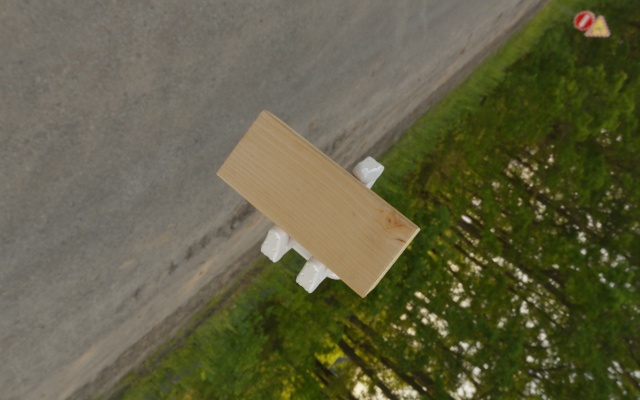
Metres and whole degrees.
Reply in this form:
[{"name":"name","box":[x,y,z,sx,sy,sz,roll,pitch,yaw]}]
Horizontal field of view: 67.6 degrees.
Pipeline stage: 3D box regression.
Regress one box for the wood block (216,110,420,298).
[{"name":"wood block","box":[0.000,0.002,0.533,0.206,0.091,0.090,39,6,13]}]
